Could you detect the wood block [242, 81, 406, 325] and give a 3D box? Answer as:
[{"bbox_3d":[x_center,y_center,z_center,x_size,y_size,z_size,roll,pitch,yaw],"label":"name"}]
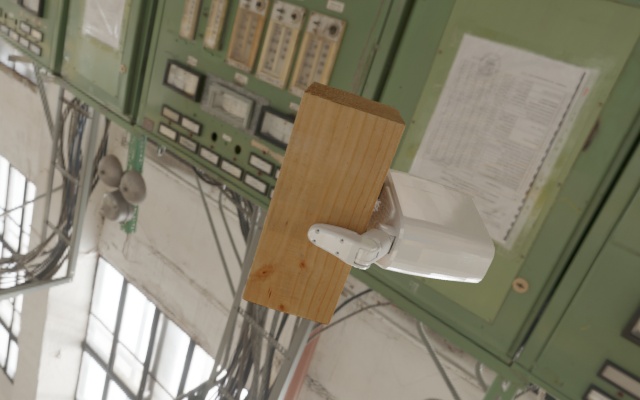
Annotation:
[{"bbox_3d":[0.000,0.002,0.463,0.090,0.206,0.090,18,19,-3],"label":"wood block"}]
